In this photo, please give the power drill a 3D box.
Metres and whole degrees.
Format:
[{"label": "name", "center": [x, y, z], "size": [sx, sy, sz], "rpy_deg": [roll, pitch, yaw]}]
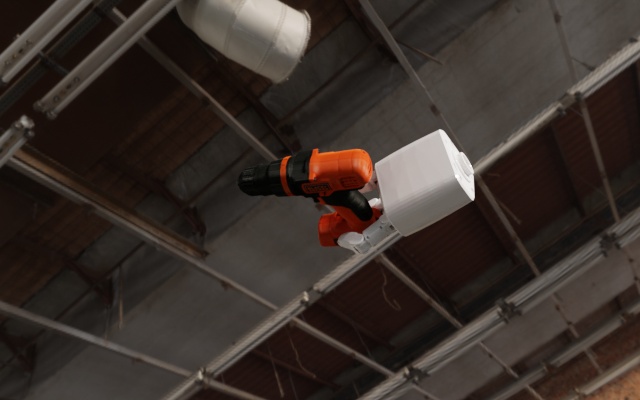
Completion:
[{"label": "power drill", "center": [0.001, 0.002, 0.669], "size": [0.184, 0.057, 0.188], "rpy_deg": [-5, -31, 22]}]
